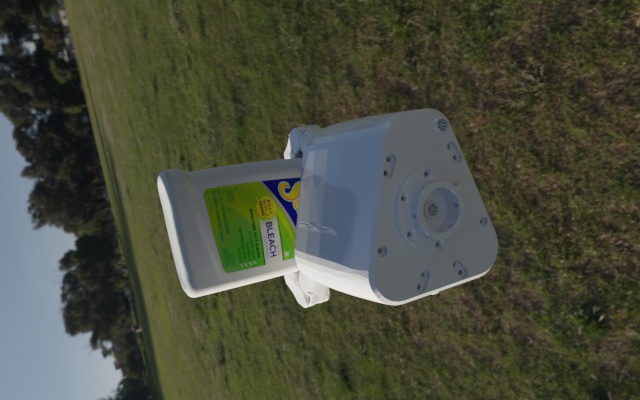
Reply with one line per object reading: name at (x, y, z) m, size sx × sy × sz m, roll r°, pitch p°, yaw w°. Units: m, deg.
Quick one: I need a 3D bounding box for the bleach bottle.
bleach bottle at (0.000, 0.001, 0.410) m, size 0.251 × 0.102 × 0.068 m, roll -14°, pitch 6°, yaw -23°
